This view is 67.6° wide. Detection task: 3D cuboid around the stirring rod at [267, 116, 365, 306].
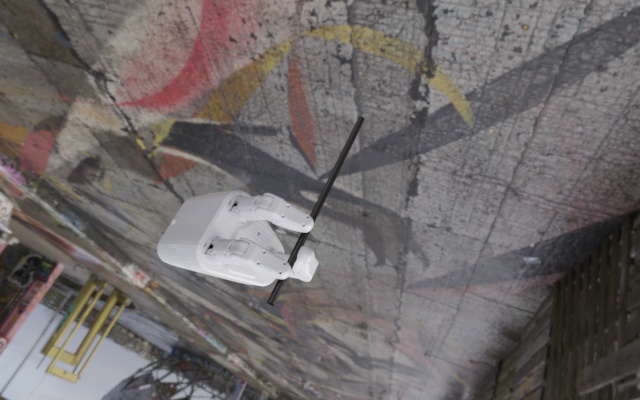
[{"bbox_3d":[0.000,0.002,0.509,0.011,0.239,0.011,21,-25,11],"label":"stirring rod"}]
